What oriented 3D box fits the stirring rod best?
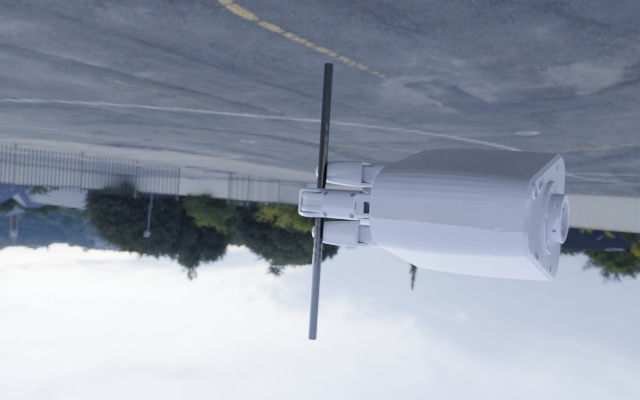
[{"bbox_3d":[0.000,0.001,0.417,0.011,0.239,0.011,3,1,0],"label":"stirring rod"}]
